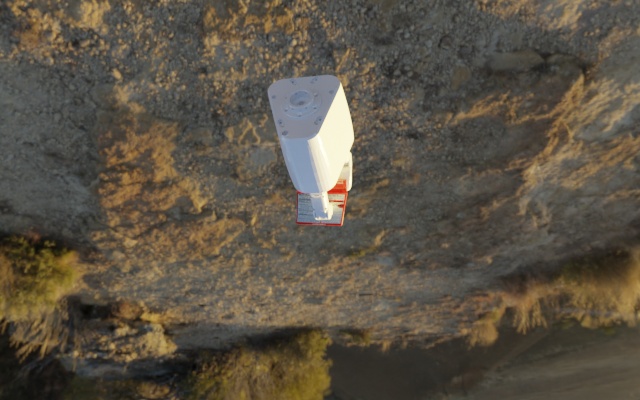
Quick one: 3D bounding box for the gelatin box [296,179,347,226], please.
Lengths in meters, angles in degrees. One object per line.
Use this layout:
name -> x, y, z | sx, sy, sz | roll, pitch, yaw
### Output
gelatin box -> 0.000, 0.003, 0.726 | 0.073, 0.030, 0.089 | 2, -36, -3
